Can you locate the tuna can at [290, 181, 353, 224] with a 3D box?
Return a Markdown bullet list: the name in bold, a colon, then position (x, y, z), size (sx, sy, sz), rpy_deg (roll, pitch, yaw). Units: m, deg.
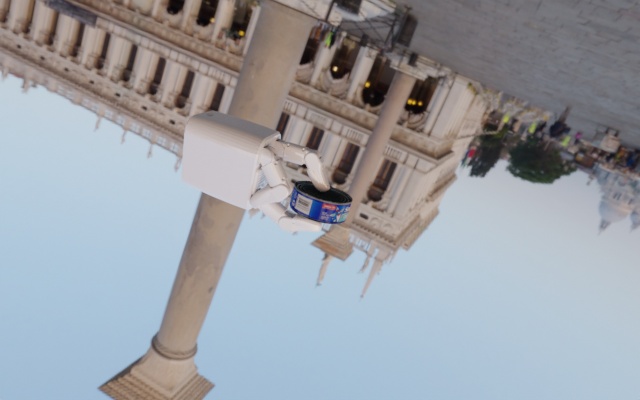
- **tuna can**: position (0.000, 0.003, 0.679), size (0.086, 0.034, 0.086), rpy_deg (15, 16, -4)
